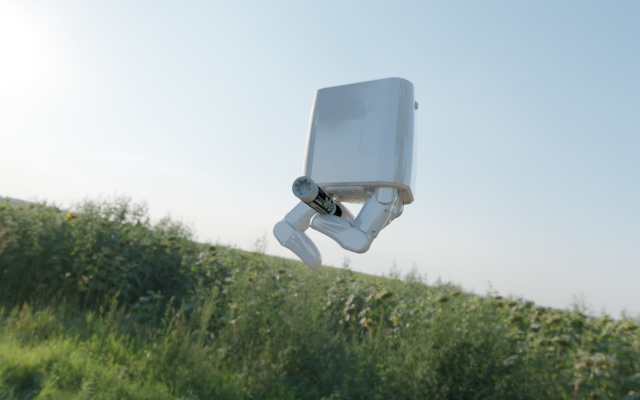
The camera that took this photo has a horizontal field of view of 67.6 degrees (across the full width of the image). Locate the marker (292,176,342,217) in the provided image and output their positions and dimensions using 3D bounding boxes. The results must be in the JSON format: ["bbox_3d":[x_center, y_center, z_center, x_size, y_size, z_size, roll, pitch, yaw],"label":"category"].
[{"bbox_3d":[0.000,0.001,0.434,0.020,0.020,0.121,0,-12,14],"label":"marker"}]
